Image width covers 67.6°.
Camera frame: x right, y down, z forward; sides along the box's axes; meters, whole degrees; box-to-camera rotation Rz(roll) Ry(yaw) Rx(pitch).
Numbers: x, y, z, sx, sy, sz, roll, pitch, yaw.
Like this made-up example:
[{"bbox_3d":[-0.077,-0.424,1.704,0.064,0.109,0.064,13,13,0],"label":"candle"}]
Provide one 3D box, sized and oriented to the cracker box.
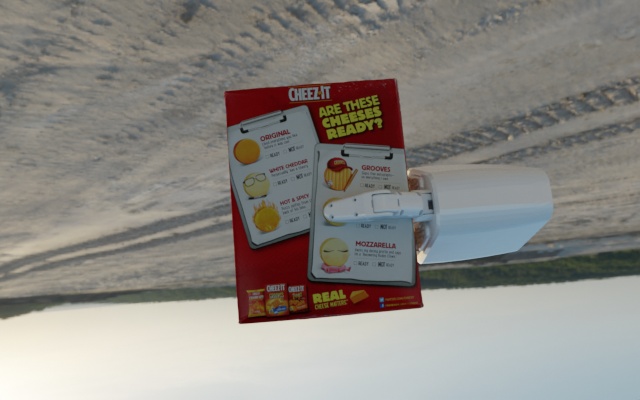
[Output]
[{"bbox_3d":[0.000,0.002,0.457,0.164,0.213,0.072,-5,-9,-3],"label":"cracker box"}]
